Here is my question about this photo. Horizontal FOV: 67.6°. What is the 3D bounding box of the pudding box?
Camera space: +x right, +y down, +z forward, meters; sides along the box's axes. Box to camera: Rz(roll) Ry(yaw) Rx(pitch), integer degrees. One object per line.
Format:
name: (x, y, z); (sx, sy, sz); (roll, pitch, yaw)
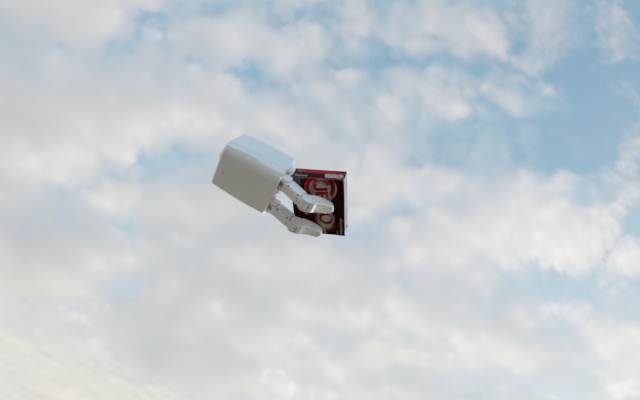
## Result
pudding box: (0.000, 0.003, 0.812); (0.090, 0.114, 0.039); (5, 34, 14)
